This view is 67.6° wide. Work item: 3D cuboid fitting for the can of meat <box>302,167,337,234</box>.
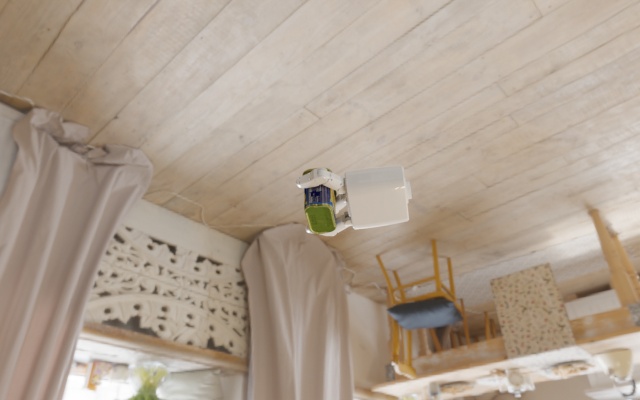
[{"bbox_3d":[0.000,0.003,0.894,0.057,0.084,0.102,-6,-35,6],"label":"can of meat"}]
